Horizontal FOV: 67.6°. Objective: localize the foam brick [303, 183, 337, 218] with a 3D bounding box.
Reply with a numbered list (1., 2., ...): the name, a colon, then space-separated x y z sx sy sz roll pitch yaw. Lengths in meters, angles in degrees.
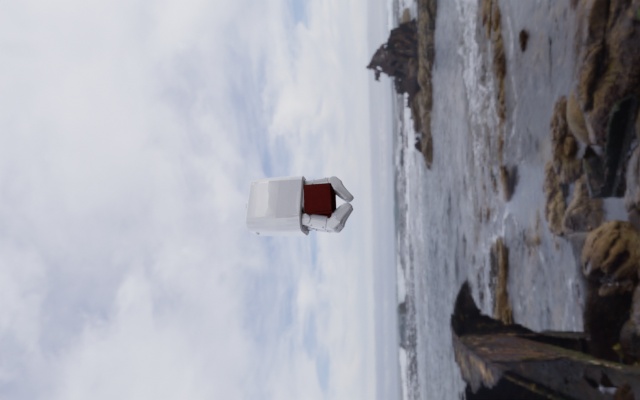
1. foam brick: 0.000 0.003 0.885 0.051 0.053 0.078 -3 -13 8
